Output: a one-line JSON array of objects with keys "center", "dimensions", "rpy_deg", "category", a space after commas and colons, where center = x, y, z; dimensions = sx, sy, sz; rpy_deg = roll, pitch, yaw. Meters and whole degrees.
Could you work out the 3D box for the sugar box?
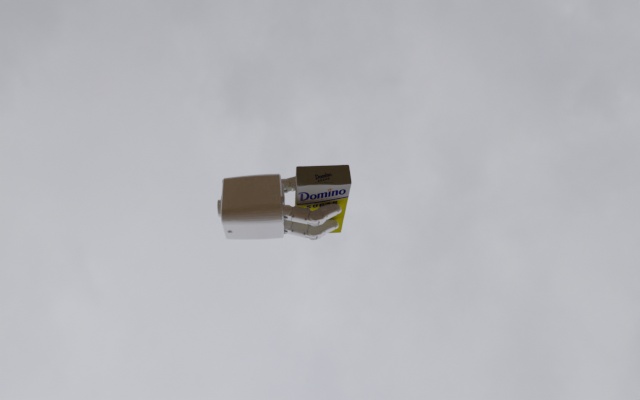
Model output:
[{"center": [0.000, 0.003, 0.863], "dimensions": [0.093, 0.048, 0.176], "rpy_deg": [-2, -29, -5], "category": "sugar box"}]
